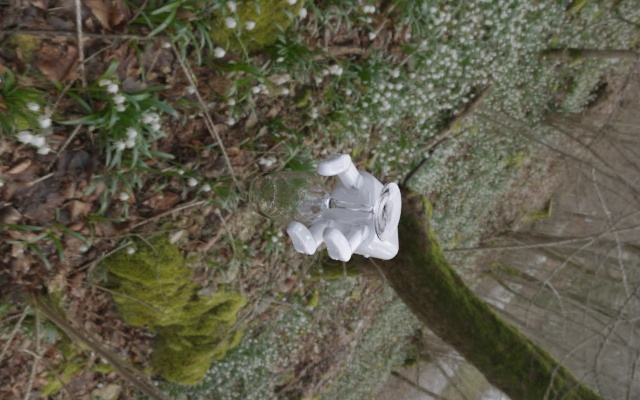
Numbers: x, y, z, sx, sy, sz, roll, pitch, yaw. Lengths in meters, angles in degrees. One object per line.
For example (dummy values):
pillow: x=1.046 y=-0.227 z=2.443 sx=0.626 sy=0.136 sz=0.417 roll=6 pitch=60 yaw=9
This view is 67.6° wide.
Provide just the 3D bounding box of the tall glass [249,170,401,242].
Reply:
tall glass: x=0.001 y=0.002 z=0.636 sx=0.201 sy=0.079 sz=0.079 roll=8 pitch=4 yaw=32
